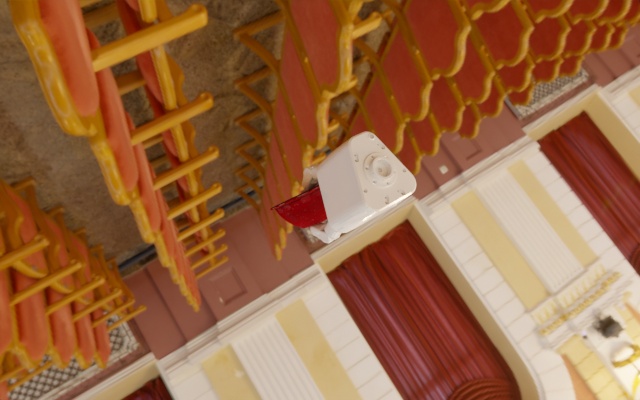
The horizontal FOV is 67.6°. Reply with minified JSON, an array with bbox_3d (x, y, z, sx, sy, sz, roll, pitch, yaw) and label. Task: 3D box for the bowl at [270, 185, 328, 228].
[{"bbox_3d":[0.000,0.003,0.797,0.162,0.055,0.162,-25,3,1],"label":"bowl"}]
